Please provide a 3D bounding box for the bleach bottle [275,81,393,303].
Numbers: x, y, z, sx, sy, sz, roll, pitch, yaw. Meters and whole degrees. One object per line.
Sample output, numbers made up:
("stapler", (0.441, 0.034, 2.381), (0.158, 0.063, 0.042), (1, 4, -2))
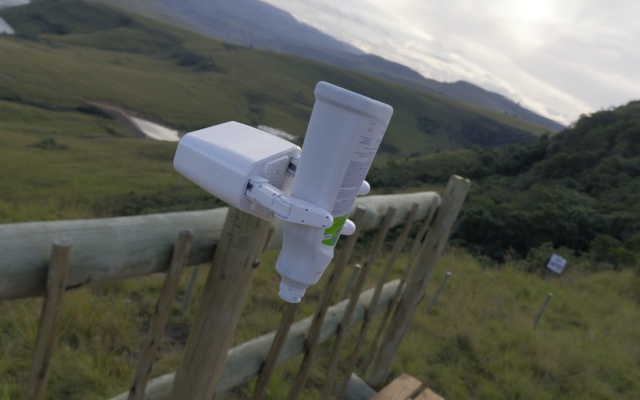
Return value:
("bleach bottle", (0.000, 0.002, 0.538), (0.068, 0.251, 0.102), (27, 15, 26))
